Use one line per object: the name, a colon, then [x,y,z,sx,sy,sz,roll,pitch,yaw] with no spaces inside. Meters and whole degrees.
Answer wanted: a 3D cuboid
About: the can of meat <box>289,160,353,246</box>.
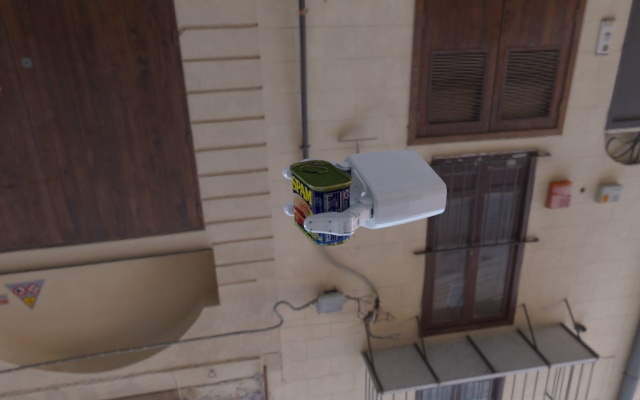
can of meat: [0.000,0.002,0.625,0.057,0.084,0.102,-11,25,-21]
